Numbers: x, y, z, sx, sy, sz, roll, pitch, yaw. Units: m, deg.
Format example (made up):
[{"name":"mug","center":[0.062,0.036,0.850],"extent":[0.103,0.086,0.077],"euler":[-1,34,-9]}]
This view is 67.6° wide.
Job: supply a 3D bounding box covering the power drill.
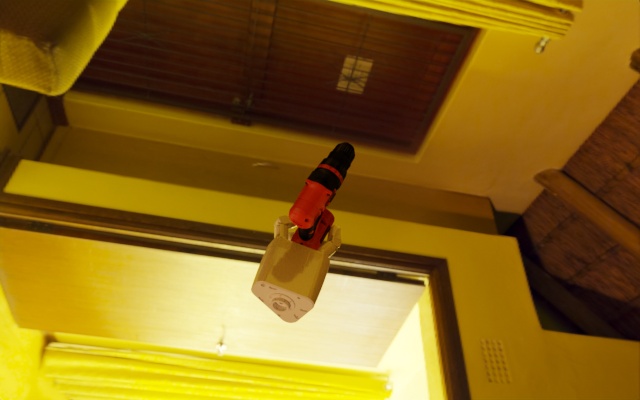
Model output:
[{"name":"power drill","center":[0.000,0.003,0.870],"extent":[0.057,0.184,0.188],"euler":[29,-29,12]}]
